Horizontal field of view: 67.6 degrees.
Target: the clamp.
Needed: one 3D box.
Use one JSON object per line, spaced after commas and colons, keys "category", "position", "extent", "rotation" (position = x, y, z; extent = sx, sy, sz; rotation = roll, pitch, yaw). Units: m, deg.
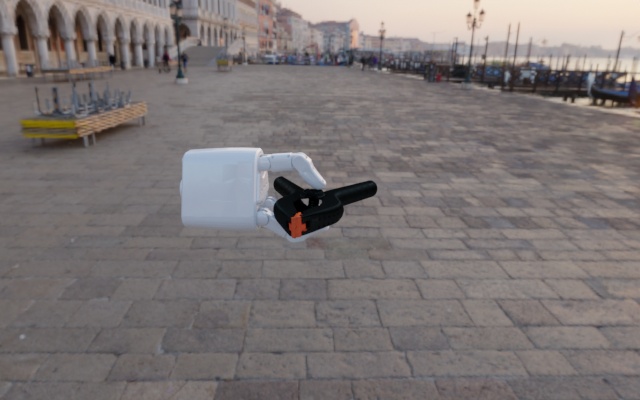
{"category": "clamp", "position": [0.000, 0.002, 0.671], "extent": [0.164, 0.036, 0.210], "rotation": [0, 17, 4]}
